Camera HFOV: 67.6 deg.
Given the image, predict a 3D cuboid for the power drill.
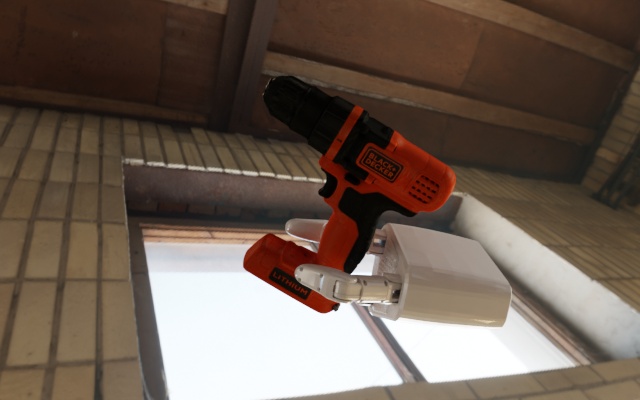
[{"bbox_3d":[0.000,0.002,0.442,0.184,0.188,0.057,31,25,0],"label":"power drill"}]
